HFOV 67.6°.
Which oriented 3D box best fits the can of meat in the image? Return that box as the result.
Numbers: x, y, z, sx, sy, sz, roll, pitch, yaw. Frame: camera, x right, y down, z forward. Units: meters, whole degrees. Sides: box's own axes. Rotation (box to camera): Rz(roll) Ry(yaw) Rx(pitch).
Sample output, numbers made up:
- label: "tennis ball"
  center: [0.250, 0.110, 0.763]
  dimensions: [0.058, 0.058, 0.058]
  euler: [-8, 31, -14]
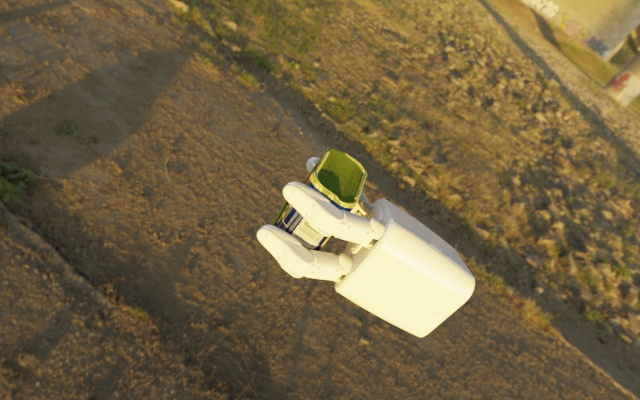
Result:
- label: "can of meat"
  center: [0.000, 0.001, 0.495]
  dimensions: [0.057, 0.084, 0.102]
  euler: [34, 30, -6]
